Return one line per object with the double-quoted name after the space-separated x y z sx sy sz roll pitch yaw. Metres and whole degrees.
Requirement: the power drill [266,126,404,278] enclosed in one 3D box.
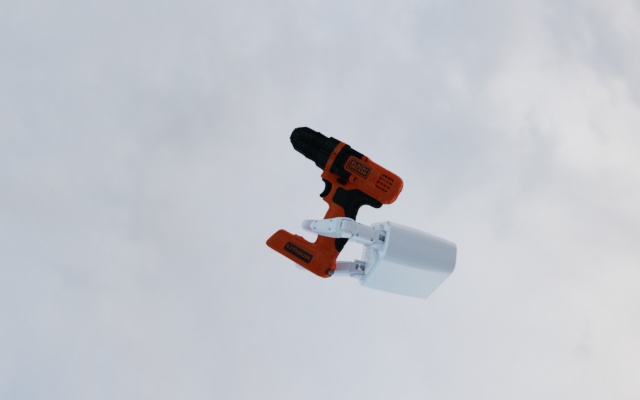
0.000 0.003 0.692 0.184 0.187 0.057 30 -3 13 "power drill"
